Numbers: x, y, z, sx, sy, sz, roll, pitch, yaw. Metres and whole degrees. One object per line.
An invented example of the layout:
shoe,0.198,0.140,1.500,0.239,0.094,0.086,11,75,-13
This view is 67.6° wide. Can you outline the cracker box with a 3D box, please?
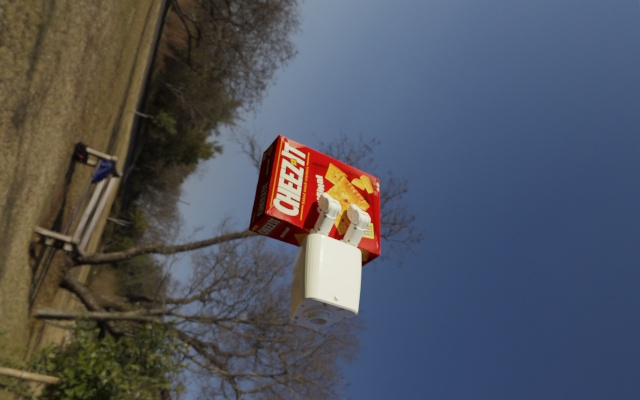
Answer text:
cracker box,0.000,0.003,0.813,0.214,0.164,0.072,22,-38,-23
